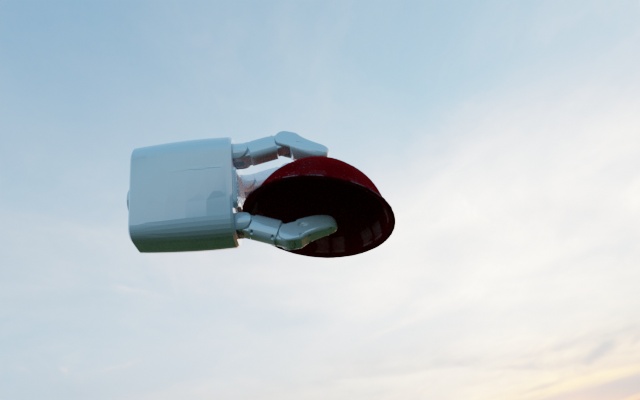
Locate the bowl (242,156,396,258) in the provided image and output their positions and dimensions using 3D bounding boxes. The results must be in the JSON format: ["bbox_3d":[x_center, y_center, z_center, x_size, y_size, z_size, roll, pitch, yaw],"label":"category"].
[{"bbox_3d":[0.001,0.002,0.518,0.162,0.055,0.162,4,-34,3],"label":"bowl"}]
